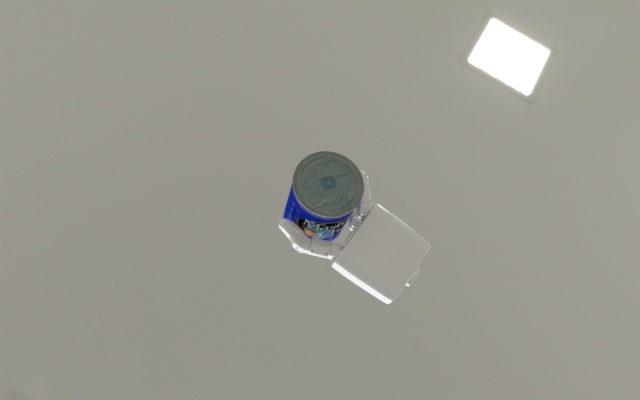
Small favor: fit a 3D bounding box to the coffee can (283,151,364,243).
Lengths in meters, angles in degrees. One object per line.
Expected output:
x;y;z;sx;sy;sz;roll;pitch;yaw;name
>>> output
0.000;0.002;0.735;0.103;0.102;0.140;0;-23;-11;coffee can
